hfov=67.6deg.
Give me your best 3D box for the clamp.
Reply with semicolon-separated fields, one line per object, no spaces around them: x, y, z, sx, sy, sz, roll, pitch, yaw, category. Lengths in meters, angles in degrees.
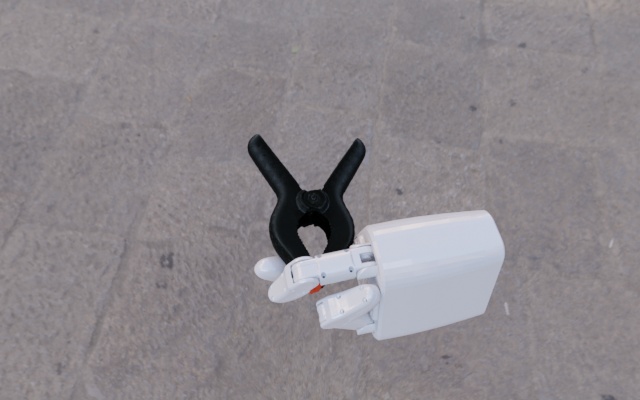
0.000;0.001;0.456;0.120;0.171;0.039;-9;-28;-8;clamp
